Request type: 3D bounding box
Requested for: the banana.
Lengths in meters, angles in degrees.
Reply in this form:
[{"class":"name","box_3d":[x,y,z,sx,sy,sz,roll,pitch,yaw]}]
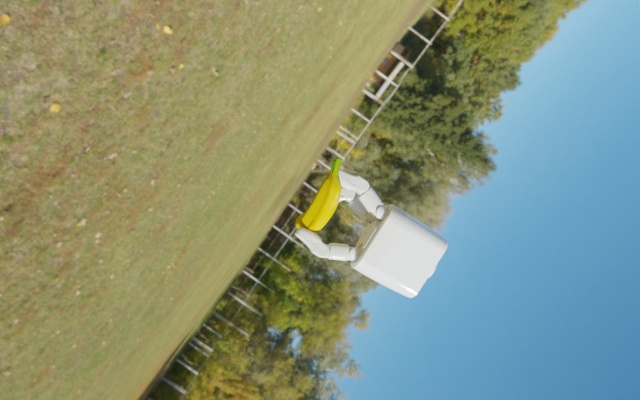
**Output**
[{"class":"banana","box_3d":[-0.004,0.015,0.733,0.037,0.069,0.198,26,-34,-7]}]
